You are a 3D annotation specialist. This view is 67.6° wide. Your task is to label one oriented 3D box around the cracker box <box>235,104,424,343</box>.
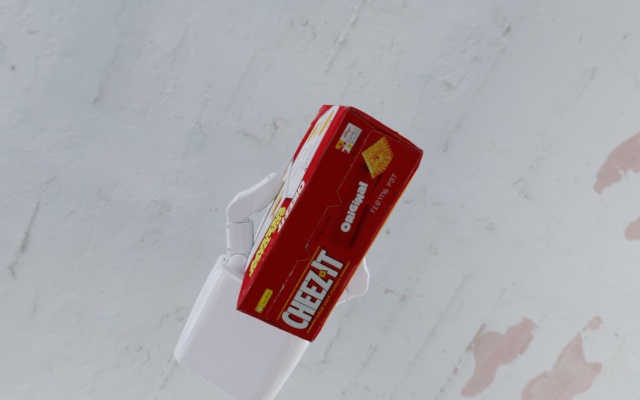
[{"bbox_3d":[0.000,0.001,0.431,0.072,0.164,0.213,27,8,-9],"label":"cracker box"}]
